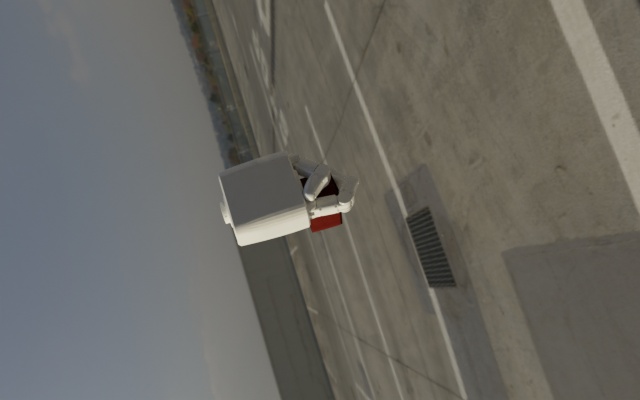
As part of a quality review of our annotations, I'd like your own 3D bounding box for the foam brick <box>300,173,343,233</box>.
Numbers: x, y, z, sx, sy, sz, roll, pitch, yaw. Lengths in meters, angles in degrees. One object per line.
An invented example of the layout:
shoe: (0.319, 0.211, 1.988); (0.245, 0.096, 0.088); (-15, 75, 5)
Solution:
foam brick: (0.000, 0.003, 0.735); (0.051, 0.053, 0.078); (-18, -38, -9)
